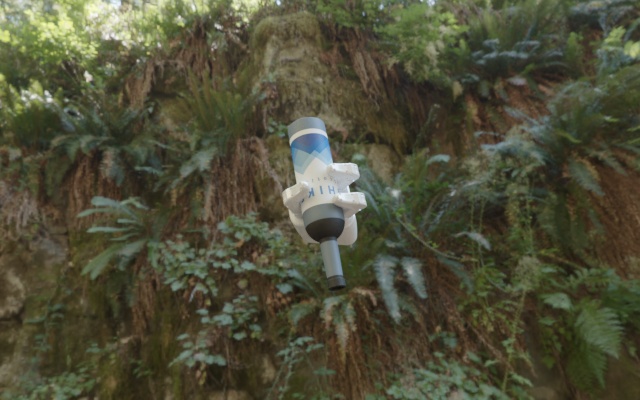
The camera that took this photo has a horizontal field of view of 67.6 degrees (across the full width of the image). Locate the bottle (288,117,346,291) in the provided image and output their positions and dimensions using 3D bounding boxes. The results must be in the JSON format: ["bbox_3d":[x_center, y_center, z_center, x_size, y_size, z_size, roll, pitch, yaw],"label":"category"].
[{"bbox_3d":[0.000,0.002,0.785,0.069,0.295,0.069,-9,-25,-4],"label":"bottle"}]
